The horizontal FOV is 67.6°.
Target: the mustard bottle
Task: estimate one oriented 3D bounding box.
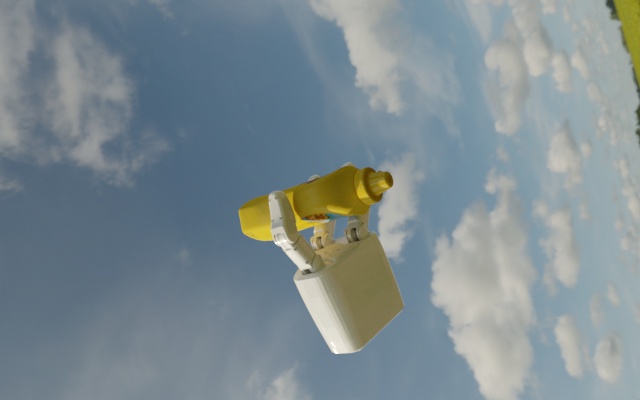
[{"bbox_3d":[0.000,0.002,0.565,0.191,0.058,0.096,-18,-11,36],"label":"mustard bottle"}]
